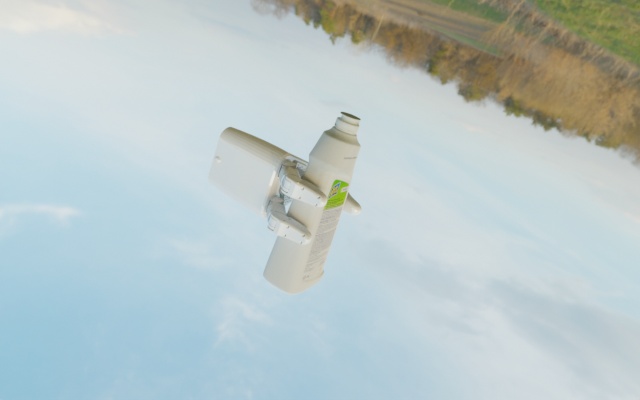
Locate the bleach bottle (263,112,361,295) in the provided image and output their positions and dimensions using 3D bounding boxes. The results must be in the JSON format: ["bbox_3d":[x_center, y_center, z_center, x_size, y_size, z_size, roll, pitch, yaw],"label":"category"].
[{"bbox_3d":[0.000,0.002,0.651,0.068,0.251,0.102,28,21,20],"label":"bleach bottle"}]
